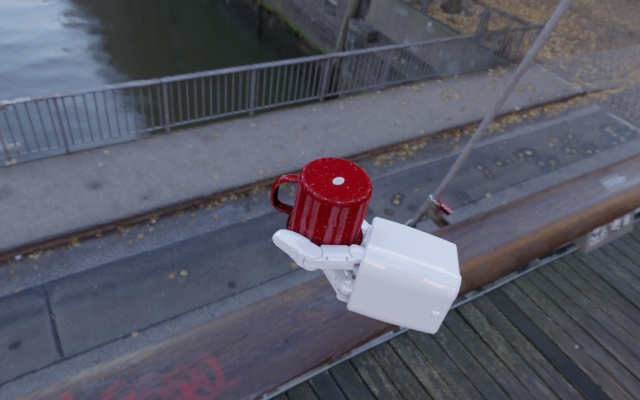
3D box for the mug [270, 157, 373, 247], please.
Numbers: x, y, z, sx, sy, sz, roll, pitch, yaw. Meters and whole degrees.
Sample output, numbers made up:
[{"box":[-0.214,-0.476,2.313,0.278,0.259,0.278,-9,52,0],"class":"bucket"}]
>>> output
[{"box":[-0.001,0.001,0.544,0.117,0.082,0.093,17,42,5],"class":"mug"}]
